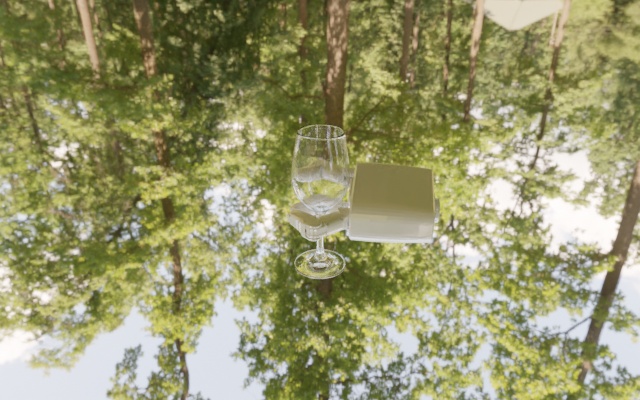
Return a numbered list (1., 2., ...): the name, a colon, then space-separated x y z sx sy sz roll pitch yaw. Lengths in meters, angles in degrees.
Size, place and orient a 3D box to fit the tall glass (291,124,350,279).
1. tall glass: 0.000 0.003 0.644 0.079 0.201 0.079 0 26 0
